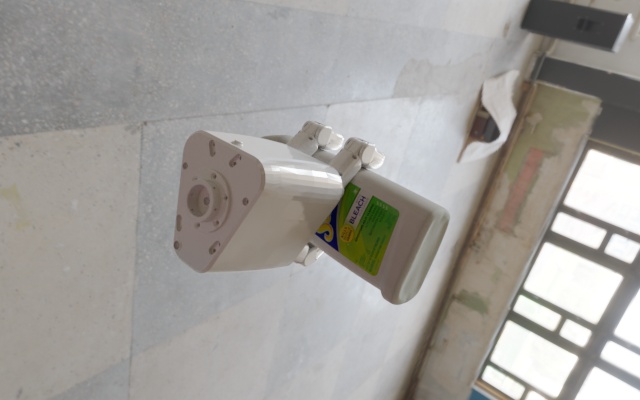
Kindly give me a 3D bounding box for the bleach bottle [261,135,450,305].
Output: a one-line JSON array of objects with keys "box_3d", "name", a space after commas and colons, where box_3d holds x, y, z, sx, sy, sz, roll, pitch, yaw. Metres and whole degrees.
[{"box_3d": [0.000, 0.002, 0.497, 0.250, 0.102, 0.068, 27, 12, 31], "name": "bleach bottle"}]
